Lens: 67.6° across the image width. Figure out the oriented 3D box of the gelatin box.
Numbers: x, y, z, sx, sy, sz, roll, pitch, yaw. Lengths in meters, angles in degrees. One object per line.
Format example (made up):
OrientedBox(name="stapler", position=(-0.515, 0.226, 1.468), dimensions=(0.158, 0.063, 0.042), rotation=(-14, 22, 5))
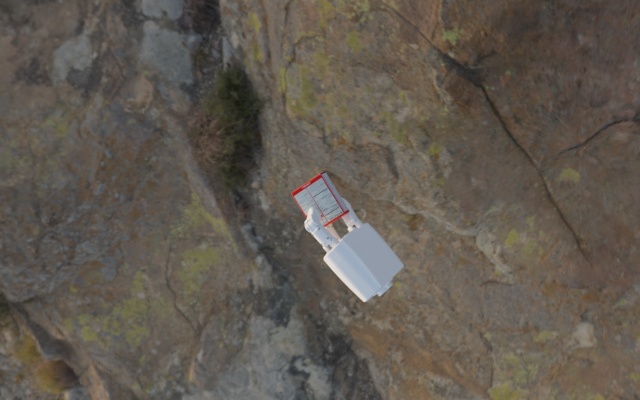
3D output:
OrientedBox(name="gelatin box", position=(0.000, 0.003, 0.890), dimensions=(0.073, 0.089, 0.030), rotation=(-33, -1, 26))
